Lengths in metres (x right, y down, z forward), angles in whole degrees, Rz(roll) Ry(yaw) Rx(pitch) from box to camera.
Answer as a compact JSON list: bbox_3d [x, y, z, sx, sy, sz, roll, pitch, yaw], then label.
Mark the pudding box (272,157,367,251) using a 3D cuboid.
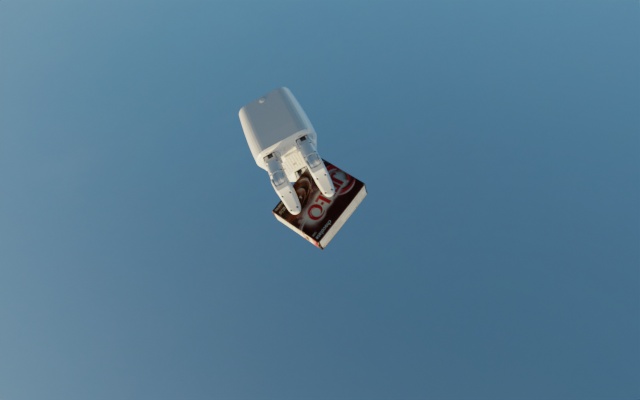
[{"bbox_3d":[0.000,0.002,0.697,0.090,0.113,0.039,32,-12,26],"label":"pudding box"}]
